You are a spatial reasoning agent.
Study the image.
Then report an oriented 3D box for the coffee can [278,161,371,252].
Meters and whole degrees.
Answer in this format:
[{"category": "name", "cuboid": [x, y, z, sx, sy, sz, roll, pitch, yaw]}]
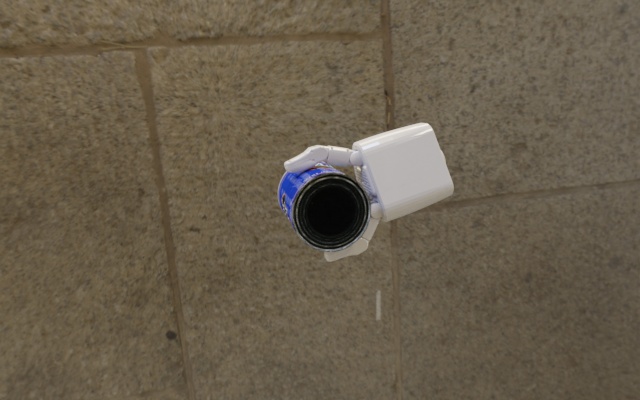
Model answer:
[{"category": "coffee can", "cuboid": [0.000, 0.002, 0.660, 0.103, 0.103, 0.140, 0, 11, -12]}]
